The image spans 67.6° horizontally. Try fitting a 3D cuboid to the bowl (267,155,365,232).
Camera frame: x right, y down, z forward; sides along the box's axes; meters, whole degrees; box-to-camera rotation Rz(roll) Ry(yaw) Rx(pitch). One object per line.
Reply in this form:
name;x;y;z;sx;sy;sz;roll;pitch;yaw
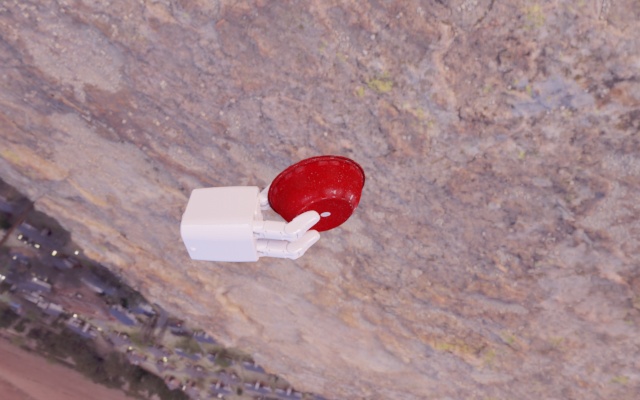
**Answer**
bowl;0.001;0.002;0.751;0.162;0.055;0.162;-11;-35;-8
